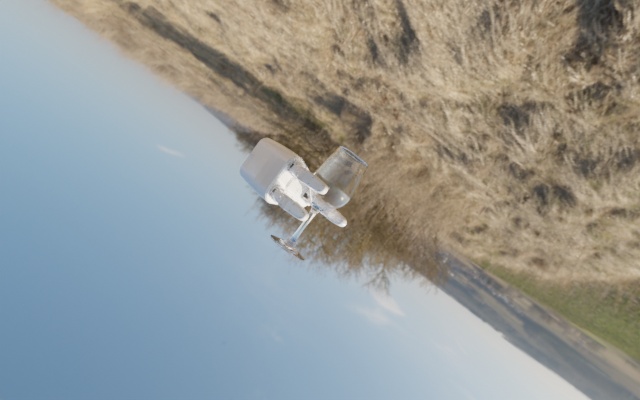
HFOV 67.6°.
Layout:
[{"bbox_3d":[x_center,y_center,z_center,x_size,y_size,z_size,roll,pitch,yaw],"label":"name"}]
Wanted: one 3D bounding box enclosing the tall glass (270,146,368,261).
[{"bbox_3d":[0.000,0.003,0.832,0.079,0.201,0.079,36,1,-1],"label":"tall glass"}]
